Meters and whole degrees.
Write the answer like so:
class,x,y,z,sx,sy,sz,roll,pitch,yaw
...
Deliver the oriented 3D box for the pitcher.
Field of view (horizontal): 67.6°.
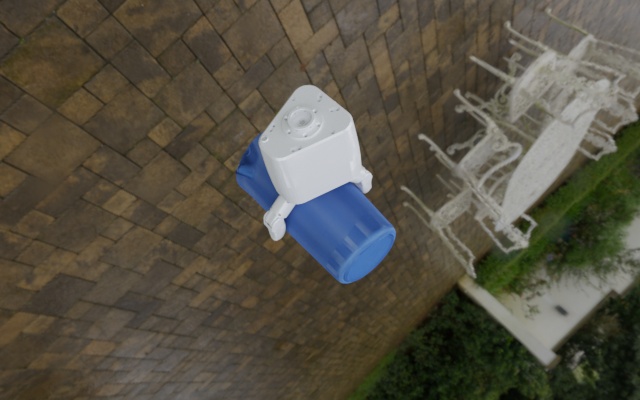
class,x,y,z,sx,sy,sz,roll,pitch,yaw
pitcher,0.000,0.002,0.719,0.149,0.242,0.145,-39,-27,-12
